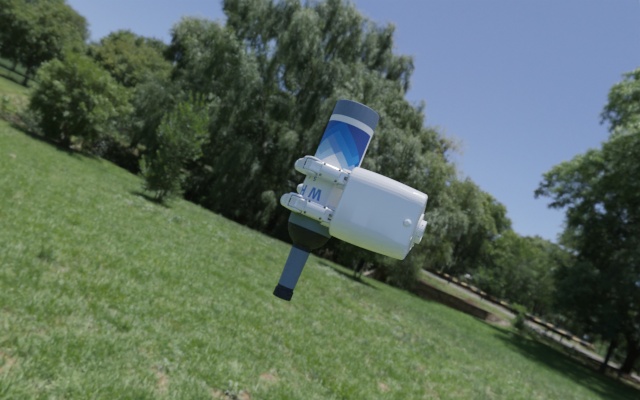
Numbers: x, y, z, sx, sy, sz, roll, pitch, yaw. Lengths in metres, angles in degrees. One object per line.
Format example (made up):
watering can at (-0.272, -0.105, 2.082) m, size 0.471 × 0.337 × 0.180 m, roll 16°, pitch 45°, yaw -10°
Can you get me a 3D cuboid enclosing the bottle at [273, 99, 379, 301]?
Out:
bottle at (0.000, 0.002, 0.689) m, size 0.069 × 0.295 × 0.069 m, roll 22°, pitch -5°, yaw 2°
